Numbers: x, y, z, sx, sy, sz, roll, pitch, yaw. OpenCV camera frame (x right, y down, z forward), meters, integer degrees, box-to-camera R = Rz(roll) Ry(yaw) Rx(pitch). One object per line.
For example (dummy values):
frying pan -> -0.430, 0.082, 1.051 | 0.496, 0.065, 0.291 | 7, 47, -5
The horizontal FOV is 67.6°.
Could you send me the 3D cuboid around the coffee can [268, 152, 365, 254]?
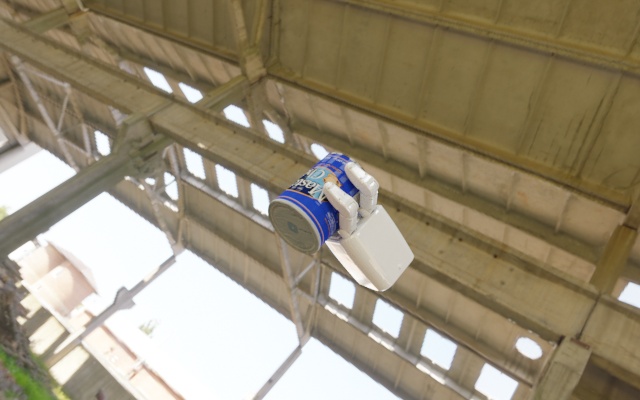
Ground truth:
coffee can -> 0.000, 0.002, 0.761 | 0.103, 0.103, 0.140 | 0, 35, 50
